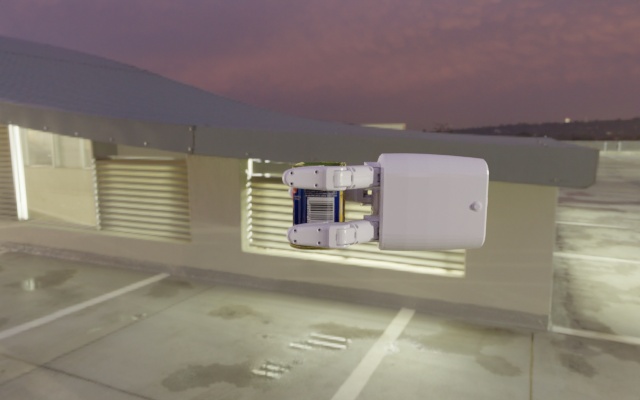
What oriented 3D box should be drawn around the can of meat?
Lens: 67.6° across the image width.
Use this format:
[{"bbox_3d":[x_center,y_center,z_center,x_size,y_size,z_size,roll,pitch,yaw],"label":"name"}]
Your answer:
[{"bbox_3d":[0.000,0.001,0.514,0.057,0.084,0.102,1,8,5],"label":"can of meat"}]
